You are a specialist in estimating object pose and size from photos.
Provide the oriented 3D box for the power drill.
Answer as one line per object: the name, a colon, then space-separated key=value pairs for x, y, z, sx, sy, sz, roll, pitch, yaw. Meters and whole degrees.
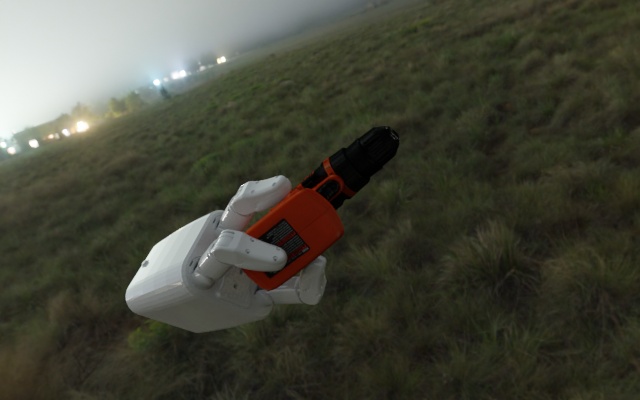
power drill: x=0.000 y=0.002 z=0.483 sx=0.184 sy=0.057 sz=0.187 roll=-41 pitch=4 yaw=21
